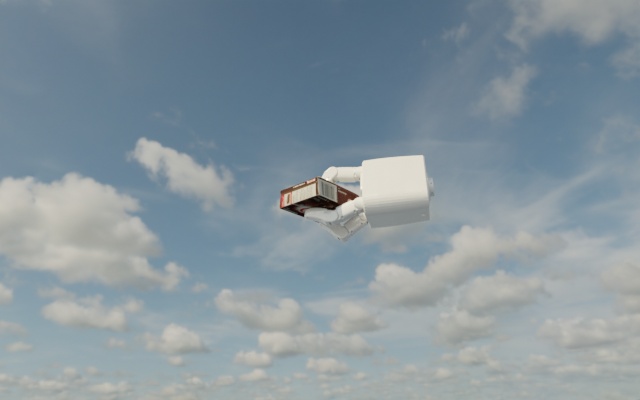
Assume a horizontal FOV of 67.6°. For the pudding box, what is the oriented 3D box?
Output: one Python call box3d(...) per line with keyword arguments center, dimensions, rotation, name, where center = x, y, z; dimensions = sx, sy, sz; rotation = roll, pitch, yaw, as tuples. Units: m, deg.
box3d(center=(0.000, 0.003, 0.822), dimensions=(0.090, 0.039, 0.113), rotation=(-20, -31, 37), name="pudding box")
